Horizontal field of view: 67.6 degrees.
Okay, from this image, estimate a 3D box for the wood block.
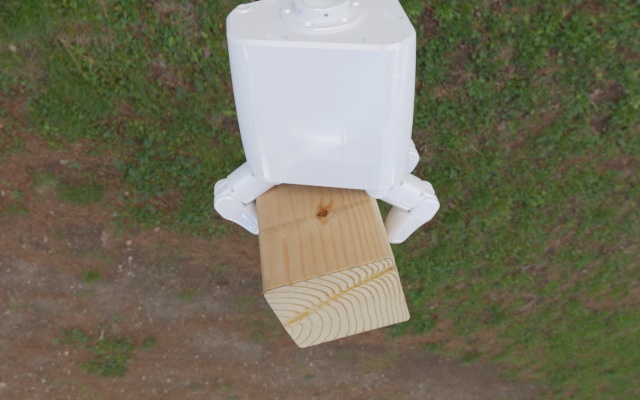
[{"bbox_3d":[0.000,0.001,0.405,0.091,0.206,0.090,-16,-43,6],"label":"wood block"}]
